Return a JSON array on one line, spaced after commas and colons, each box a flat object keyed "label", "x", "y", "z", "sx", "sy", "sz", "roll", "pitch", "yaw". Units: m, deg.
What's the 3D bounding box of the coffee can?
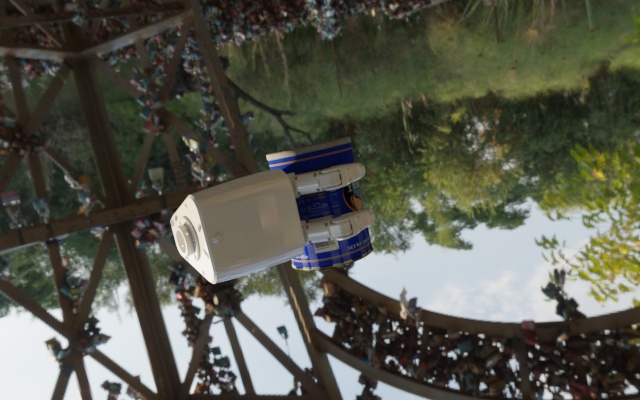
[{"label": "coffee can", "x": 0.000, "y": 0.002, "z": 0.579, "sx": 0.103, "sy": 0.140, "sz": 0.103, "roll": -12, "pitch": 7, "yaw": 2}]
